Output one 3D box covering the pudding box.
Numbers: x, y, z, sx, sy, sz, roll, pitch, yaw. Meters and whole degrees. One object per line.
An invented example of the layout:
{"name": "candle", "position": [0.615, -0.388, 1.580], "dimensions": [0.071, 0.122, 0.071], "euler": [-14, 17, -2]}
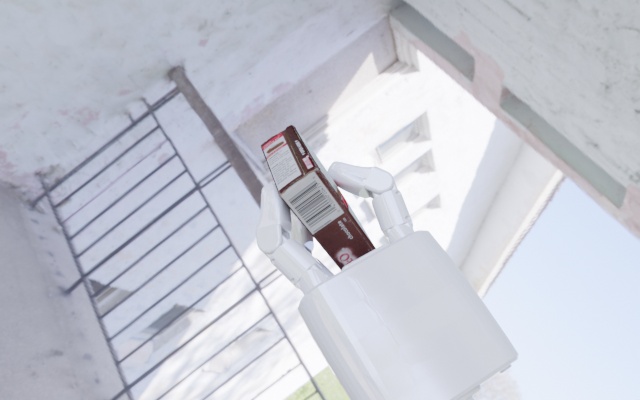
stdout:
{"name": "pudding box", "position": [0.000, 0.001, 0.408], "dimensions": [0.039, 0.113, 0.090], "euler": [-33, 34, 3]}
